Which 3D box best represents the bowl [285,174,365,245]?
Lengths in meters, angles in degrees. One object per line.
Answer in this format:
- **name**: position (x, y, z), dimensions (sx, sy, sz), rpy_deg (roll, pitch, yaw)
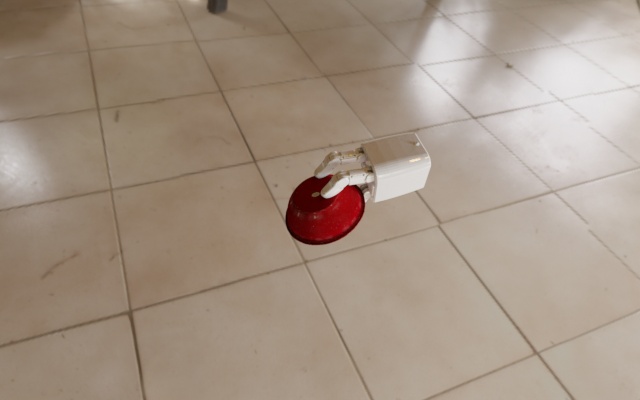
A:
- **bowl**: position (-0.001, 0.003, 0.898), dimensions (0.162, 0.162, 0.055), rpy_deg (0, -37, 23)
